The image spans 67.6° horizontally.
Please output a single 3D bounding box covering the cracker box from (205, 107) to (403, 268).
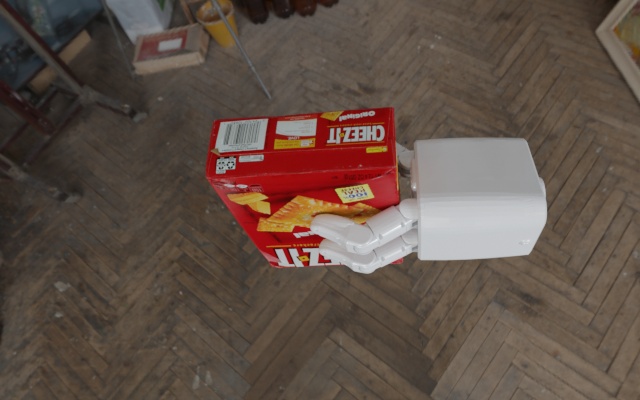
[{"bbox_3d":[0.000,0.001,0.490,0.164,0.072,0.214,-2,-29,10],"label":"cracker box"}]
